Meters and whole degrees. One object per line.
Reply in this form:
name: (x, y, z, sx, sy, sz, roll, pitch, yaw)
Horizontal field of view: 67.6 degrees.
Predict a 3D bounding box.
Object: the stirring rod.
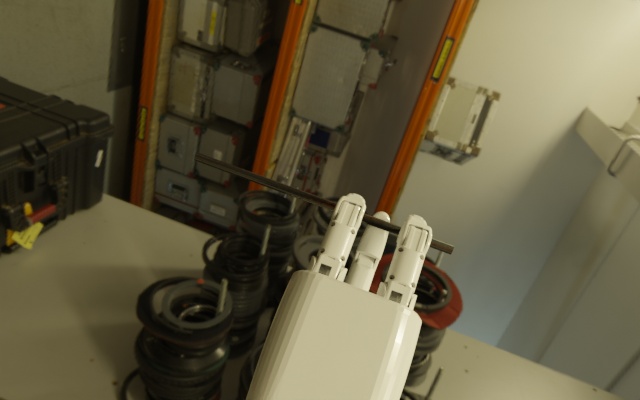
stirring rod: (0.000, 0.001, 0.420, 0.239, 0.011, 0.011, 20, 2, 6)
